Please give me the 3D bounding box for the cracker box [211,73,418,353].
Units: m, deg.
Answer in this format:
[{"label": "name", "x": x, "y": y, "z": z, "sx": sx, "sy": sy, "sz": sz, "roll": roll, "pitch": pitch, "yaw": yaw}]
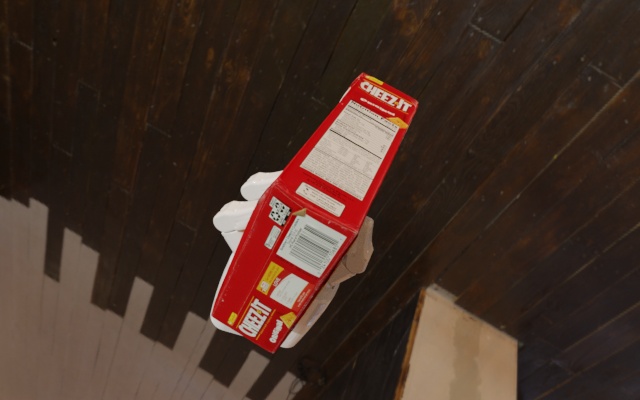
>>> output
[{"label": "cracker box", "x": 0.000, "y": 0.002, "z": 0.425, "sx": 0.072, "sy": 0.164, "sz": 0.213, "roll": 30, "pitch": 40, "yaw": 1}]
